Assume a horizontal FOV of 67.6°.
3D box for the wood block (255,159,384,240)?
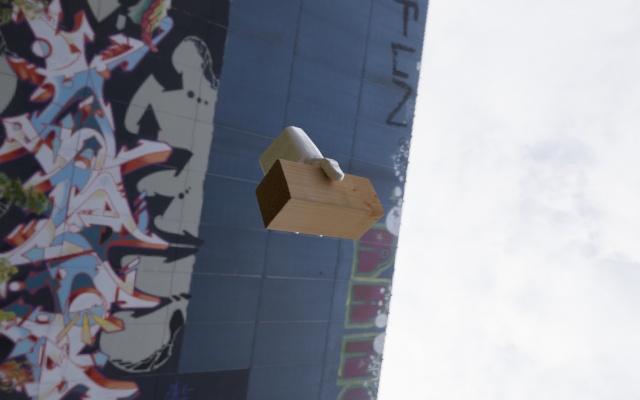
[{"bbox_3d":[0.000,0.002,0.863,0.206,0.090,0.091,9,-44,-35],"label":"wood block"}]
